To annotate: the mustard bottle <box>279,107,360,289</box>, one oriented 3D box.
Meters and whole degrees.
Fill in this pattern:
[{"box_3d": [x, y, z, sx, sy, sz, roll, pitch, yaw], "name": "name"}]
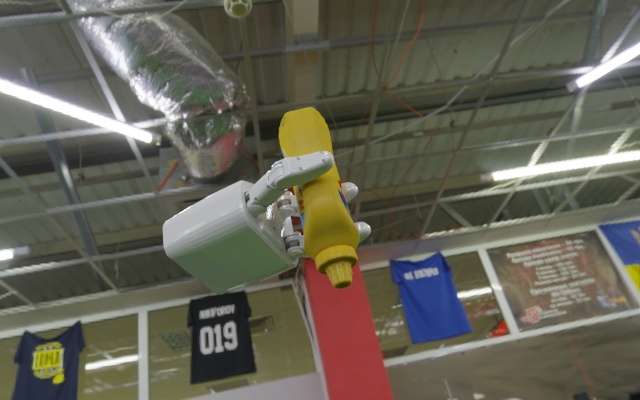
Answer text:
[{"box_3d": [0.000, 0.001, 0.504, 0.058, 0.191, 0.096, -12, -31, -3], "name": "mustard bottle"}]
